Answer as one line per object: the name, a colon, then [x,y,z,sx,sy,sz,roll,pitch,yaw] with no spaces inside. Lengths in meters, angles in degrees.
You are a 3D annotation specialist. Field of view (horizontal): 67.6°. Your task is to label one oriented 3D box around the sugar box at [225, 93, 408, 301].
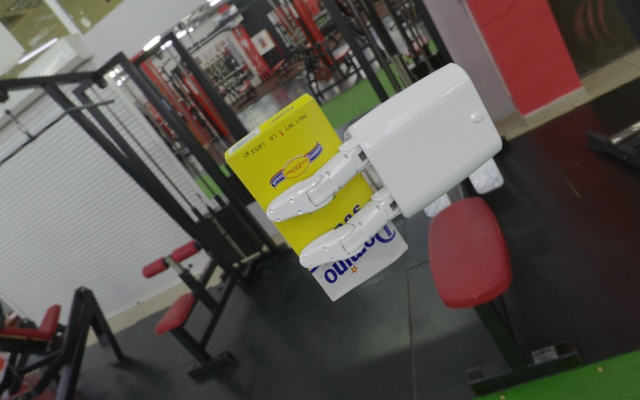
sugar box: [0.000,0.001,0.444,0.093,0.176,0.048,-35,20,2]
